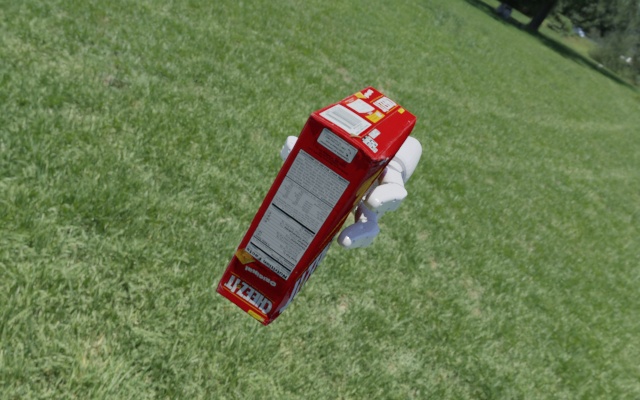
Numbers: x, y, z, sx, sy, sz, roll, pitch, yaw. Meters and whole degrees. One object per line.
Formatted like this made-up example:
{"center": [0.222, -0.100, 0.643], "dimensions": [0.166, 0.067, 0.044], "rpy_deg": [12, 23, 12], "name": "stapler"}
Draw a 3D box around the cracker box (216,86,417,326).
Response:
{"center": [0.000, 0.001, 0.484], "dimensions": [0.072, 0.214, 0.164], "rpy_deg": [35, 29, 7], "name": "cracker box"}
